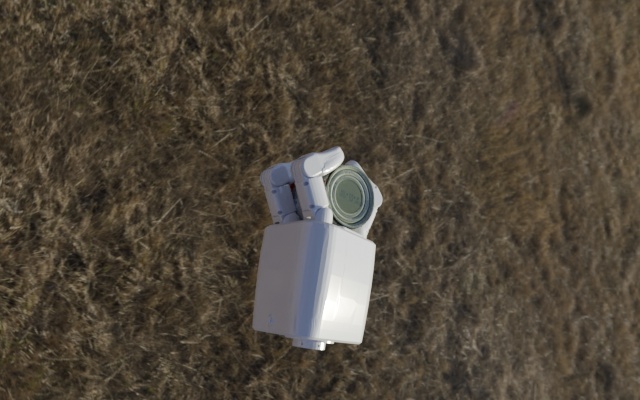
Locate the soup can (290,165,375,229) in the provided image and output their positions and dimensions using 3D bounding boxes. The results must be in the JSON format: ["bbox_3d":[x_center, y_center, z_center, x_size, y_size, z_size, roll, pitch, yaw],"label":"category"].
[{"bbox_3d":[0.000,0.001,0.519,0.068,0.068,0.102,0,-7,-38],"label":"soup can"}]
